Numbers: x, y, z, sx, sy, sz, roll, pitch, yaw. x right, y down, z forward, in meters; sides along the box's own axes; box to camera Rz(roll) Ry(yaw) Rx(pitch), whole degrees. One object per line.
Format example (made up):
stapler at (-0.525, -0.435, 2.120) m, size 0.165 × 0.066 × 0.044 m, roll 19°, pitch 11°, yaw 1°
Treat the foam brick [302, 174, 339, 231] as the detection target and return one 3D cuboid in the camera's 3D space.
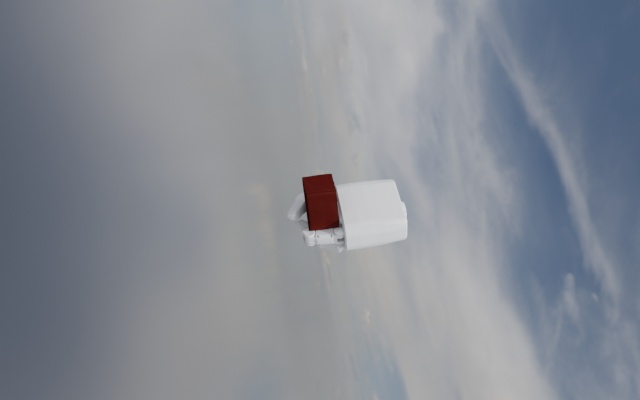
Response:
foam brick at (0.000, 0.002, 0.787) m, size 0.051 × 0.078 × 0.053 m, roll -8°, pitch 37°, yaw -2°
